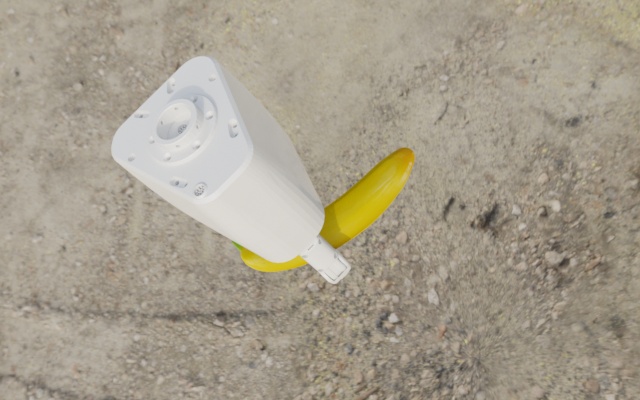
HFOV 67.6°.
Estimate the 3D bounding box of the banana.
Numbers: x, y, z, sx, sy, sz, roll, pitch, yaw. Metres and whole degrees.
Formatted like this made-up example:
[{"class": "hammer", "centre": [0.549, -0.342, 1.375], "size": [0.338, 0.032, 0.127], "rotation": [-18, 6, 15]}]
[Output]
[{"class": "banana", "centre": [0.001, 0.017, 0.429], "size": [0.198, 0.069, 0.037], "rotation": [-26, -38, 12]}]
